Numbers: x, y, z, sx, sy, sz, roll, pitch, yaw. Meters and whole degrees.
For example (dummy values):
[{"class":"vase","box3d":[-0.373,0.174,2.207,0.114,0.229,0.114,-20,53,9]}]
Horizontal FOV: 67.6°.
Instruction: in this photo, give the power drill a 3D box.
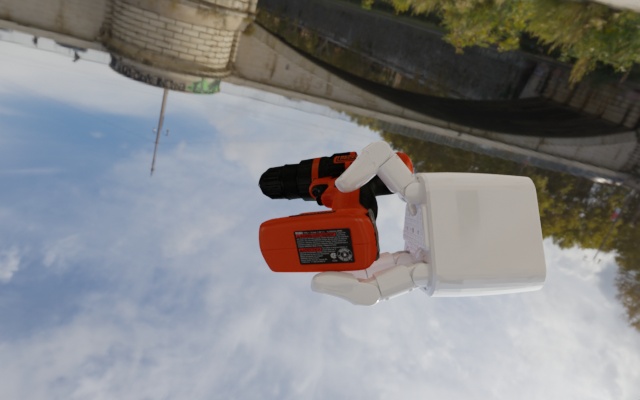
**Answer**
[{"class":"power drill","box3d":[0.000,0.002,0.499,0.184,0.057,0.187,-6,25,16]}]
